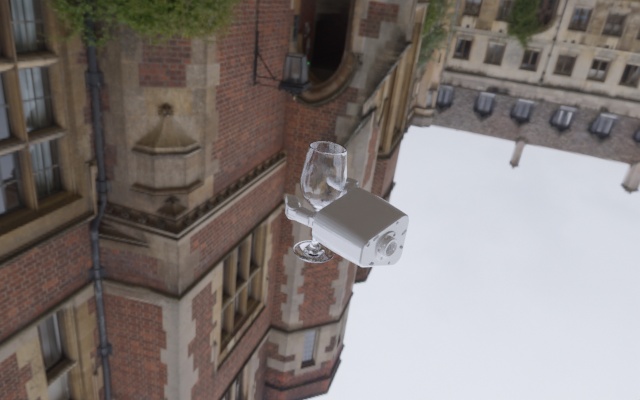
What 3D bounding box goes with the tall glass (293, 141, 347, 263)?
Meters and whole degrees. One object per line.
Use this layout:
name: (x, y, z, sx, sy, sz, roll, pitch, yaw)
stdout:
tall glass: (0.000, 0.003, 0.820, 0.079, 0.201, 0.079, 6, 24, -3)
